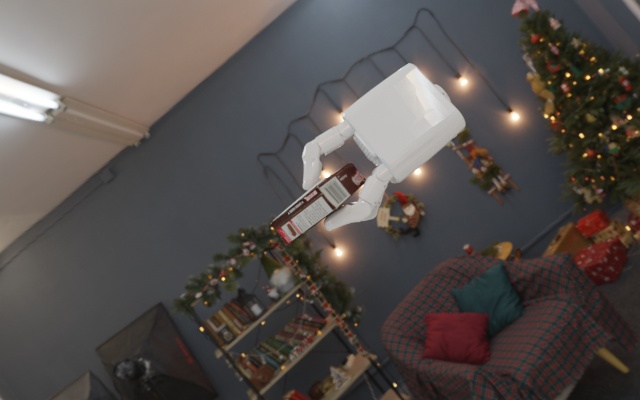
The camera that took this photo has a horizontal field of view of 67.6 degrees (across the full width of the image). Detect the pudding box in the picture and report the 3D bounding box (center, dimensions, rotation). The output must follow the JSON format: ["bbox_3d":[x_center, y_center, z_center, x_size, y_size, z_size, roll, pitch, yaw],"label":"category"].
[{"bbox_3d":[0.000,0.002,0.606,0.090,0.039,0.113,-39,-2,31],"label":"pudding box"}]
